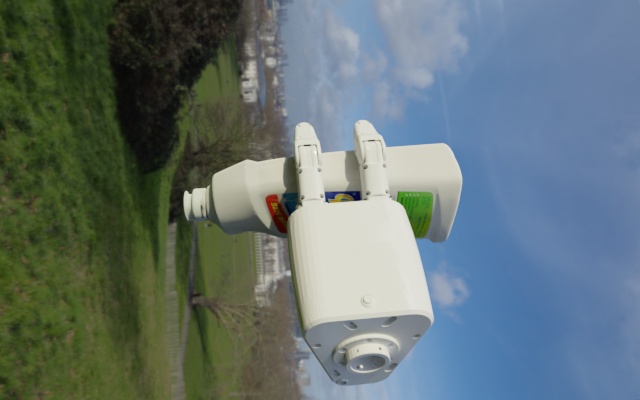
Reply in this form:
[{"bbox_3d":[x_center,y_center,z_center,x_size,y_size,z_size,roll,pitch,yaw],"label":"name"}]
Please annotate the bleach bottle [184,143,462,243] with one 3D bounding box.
[{"bbox_3d":[0.000,0.001,0.461,0.251,0.068,0.103,-5,-44,-4],"label":"bleach bottle"}]
